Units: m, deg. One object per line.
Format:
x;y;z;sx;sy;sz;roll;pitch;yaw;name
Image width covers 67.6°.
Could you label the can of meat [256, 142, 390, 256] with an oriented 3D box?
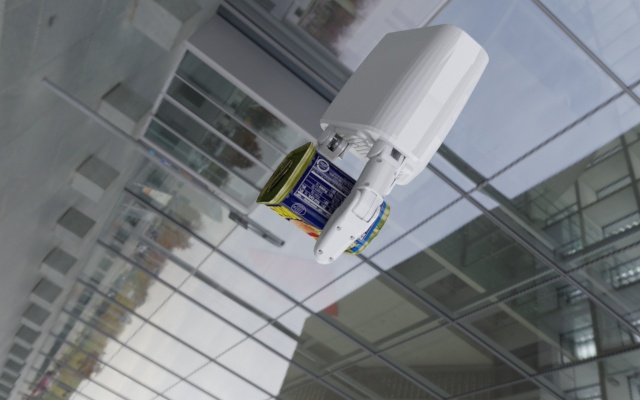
0.000;0.002;0.406;0.084;0.057;0.102;35;-10;-13;can of meat
